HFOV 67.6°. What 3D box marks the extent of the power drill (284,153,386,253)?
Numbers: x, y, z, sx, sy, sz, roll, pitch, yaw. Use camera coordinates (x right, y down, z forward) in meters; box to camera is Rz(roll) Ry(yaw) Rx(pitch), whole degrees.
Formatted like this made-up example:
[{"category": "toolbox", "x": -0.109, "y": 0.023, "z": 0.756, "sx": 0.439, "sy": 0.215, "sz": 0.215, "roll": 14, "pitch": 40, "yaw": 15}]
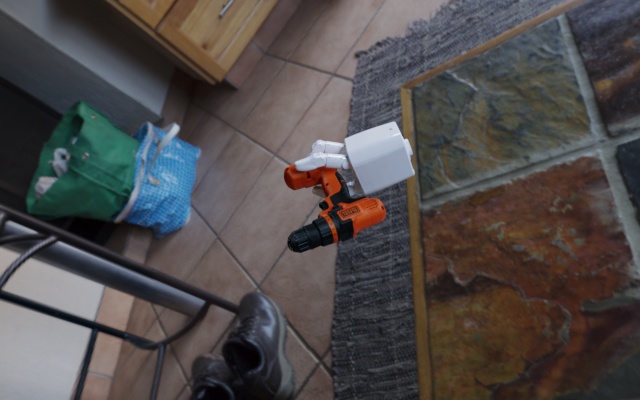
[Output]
[{"category": "power drill", "x": 0.000, "y": 0.002, "z": 0.879, "sx": 0.184, "sy": 0.057, "sz": 0.187, "roll": -20, "pitch": 49, "yaw": -15}]
